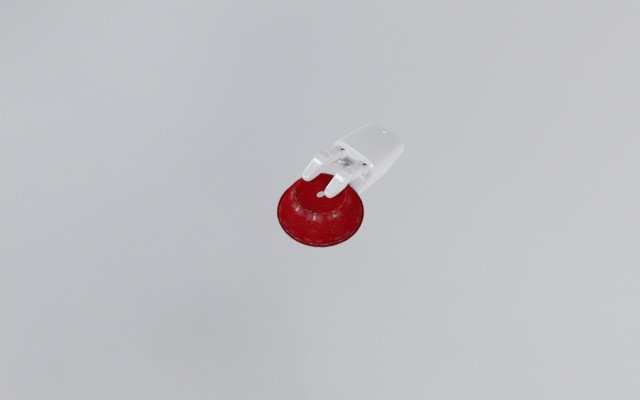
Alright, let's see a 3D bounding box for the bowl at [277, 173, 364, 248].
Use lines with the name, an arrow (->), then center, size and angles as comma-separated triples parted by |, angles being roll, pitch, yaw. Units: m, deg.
bowl -> -0.001, 0.003, 0.859 | 0.162, 0.162, 0.055 | 0, -37, 0
